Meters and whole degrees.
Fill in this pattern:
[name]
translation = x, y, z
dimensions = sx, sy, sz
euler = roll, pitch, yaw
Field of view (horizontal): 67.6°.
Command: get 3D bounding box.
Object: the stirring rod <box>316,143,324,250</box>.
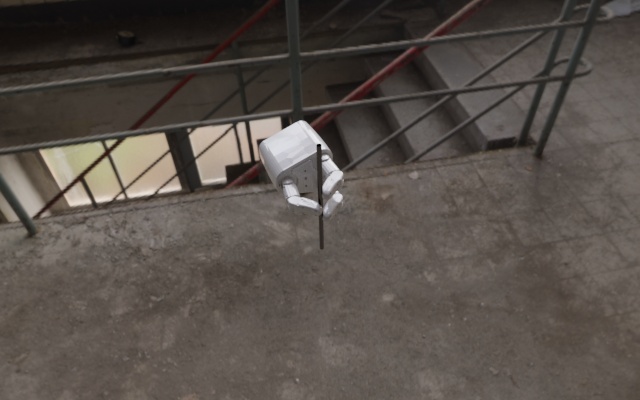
[stirring rod]
translation = 0.000, 0.003, 0.795
dimensions = 0.011, 0.011, 0.240
euler = -1, -45, 1
